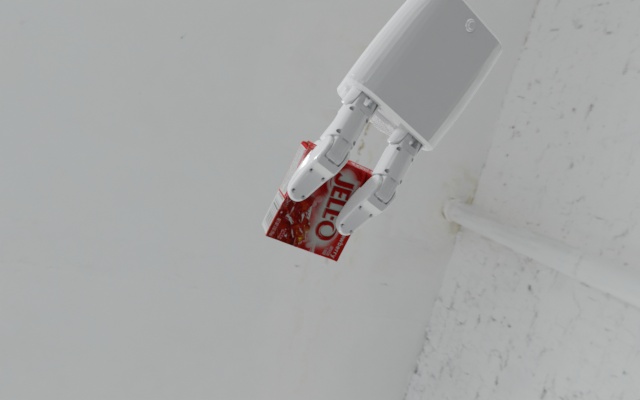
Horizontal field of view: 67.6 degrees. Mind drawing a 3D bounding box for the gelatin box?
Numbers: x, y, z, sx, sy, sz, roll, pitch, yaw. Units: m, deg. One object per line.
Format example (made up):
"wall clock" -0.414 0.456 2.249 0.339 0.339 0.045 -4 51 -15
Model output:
"gelatin box" 0.000 0.002 0.424 0.073 0.089 0.030 22 14 -21
